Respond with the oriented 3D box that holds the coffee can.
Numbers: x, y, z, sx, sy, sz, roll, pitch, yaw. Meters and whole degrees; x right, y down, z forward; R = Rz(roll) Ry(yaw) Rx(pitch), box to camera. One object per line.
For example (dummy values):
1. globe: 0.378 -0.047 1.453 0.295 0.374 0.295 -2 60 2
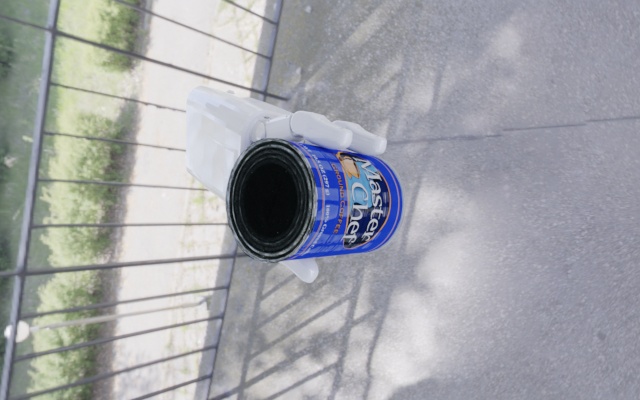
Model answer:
1. coffee can: 0.000 0.002 0.439 0.103 0.103 0.140 0 -1 39
